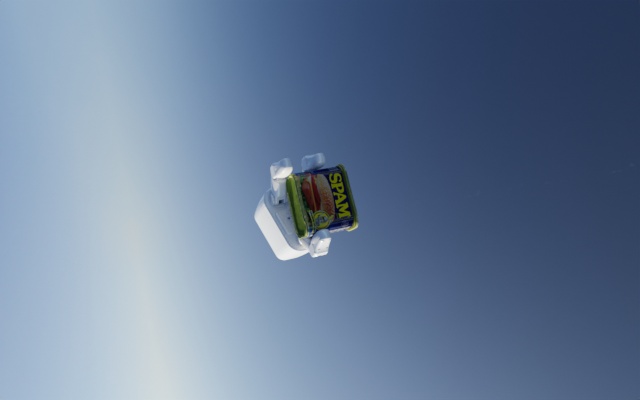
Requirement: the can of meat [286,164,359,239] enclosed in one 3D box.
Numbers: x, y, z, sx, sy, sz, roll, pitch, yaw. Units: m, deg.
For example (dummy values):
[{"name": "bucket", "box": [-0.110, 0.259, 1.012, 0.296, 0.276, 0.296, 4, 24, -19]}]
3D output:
[{"name": "can of meat", "box": [0.000, 0.002, 0.717, 0.084, 0.102, 0.057, -10, -9, -21]}]
